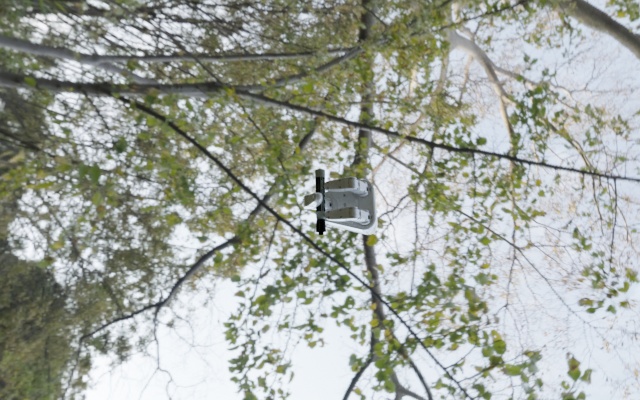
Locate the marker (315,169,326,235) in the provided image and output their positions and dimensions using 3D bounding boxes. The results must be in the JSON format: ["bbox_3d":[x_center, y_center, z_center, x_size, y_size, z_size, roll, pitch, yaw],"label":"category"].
[{"bbox_3d":[0.000,0.003,0.870,0.020,0.121,0.020,-1,-12,0],"label":"marker"}]
